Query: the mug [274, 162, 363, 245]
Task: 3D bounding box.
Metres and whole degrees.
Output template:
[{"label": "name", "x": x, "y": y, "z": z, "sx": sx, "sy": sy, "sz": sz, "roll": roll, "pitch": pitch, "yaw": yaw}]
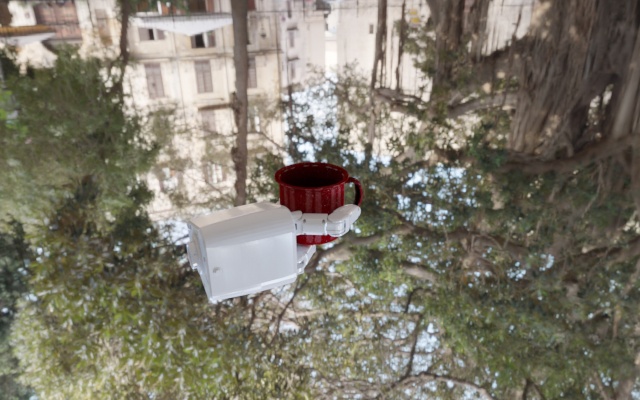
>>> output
[{"label": "mug", "x": 0.001, "y": 0.002, "z": 0.617, "sx": 0.117, "sy": 0.081, "sz": 0.093, "roll": -11, "pitch": 26, "yaw": -22}]
